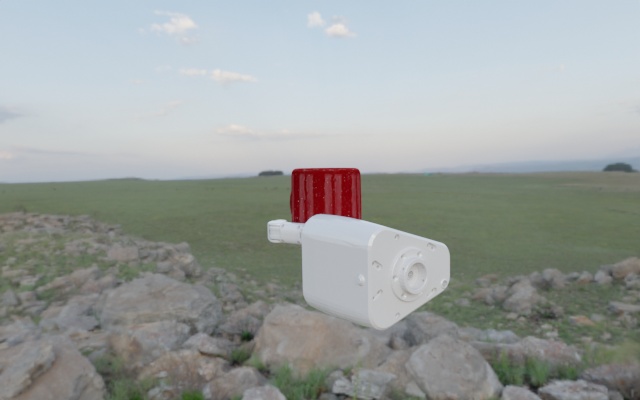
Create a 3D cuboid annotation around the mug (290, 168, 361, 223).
[{"bbox_3d":[-0.001,0.002,0.574,0.093,0.081,0.117,-4,6,-34],"label":"mug"}]
